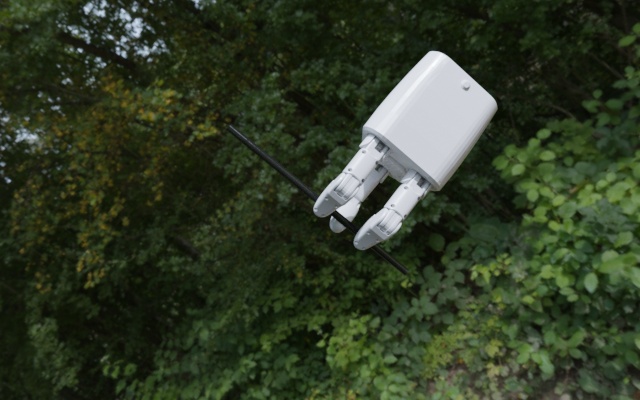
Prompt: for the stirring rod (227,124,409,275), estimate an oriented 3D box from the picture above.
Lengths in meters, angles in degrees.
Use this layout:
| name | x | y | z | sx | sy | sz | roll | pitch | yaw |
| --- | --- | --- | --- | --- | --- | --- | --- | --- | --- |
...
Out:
| name | x | y | z | sx | sy | sz | roll | pitch | yaw |
| --- | --- | --- | --- | --- | --- | --- | --- | --- | --- |
| stirring rod | 0.000 | 0.002 | 0.496 | 0.239 | 0.011 | 0.011 | 39 | -6 | -8 |
